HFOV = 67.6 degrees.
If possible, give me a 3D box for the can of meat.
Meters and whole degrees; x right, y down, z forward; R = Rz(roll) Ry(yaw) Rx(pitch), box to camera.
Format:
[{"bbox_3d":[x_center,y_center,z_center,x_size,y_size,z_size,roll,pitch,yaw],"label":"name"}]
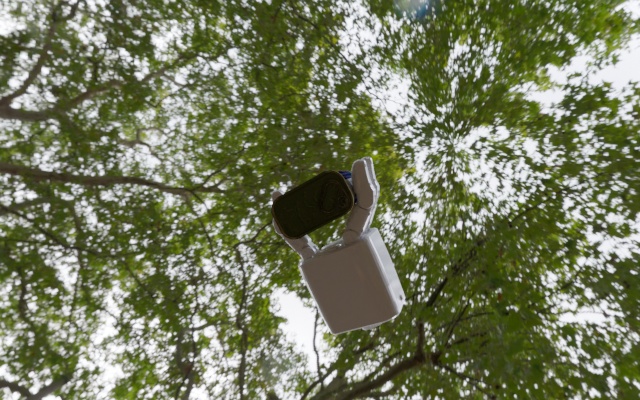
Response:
[{"bbox_3d":[0.000,0.002,0.610,0.102,0.057,0.084,-29,-2,17],"label":"can of meat"}]
